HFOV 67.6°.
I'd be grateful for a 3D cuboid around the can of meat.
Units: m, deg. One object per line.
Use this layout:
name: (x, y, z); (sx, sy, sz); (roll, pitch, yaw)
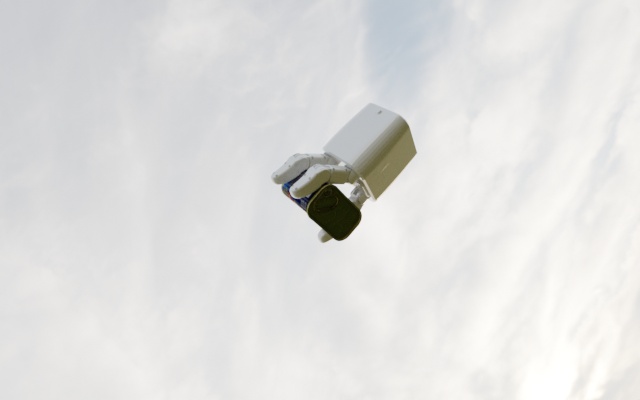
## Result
can of meat: (0.000, 0.002, 0.704); (0.102, 0.057, 0.084); (42, -3, -42)
